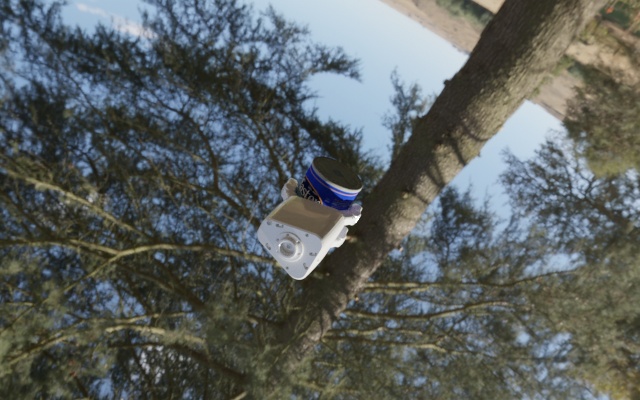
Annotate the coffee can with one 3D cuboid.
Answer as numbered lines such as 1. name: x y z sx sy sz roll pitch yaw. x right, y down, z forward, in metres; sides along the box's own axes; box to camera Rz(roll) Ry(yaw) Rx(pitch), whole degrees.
1. coffee can: 0.000 0.003 0.896 0.103 0.140 0.102 24 27 -13
